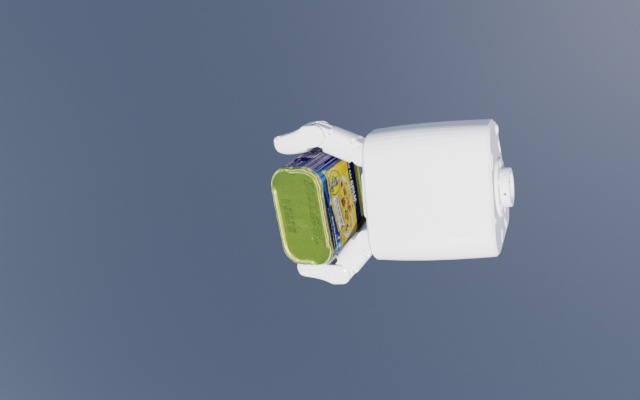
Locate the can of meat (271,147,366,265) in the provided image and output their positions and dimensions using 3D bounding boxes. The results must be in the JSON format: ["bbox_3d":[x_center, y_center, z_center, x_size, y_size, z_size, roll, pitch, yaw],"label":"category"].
[{"bbox_3d":[0.000,0.002,0.464,0.057,0.102,0.084,0,22,27],"label":"can of meat"}]
